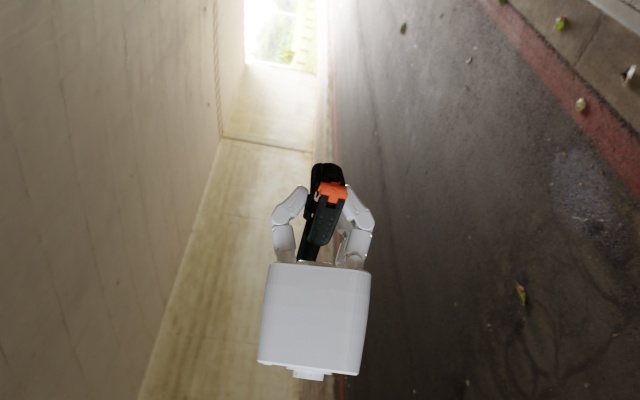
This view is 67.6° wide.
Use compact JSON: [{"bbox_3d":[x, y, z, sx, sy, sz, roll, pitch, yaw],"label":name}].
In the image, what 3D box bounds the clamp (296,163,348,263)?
[{"bbox_3d":[-0.001,0.002,0.569,0.036,0.164,0.210,10,-20,-6],"label":"clamp"}]
